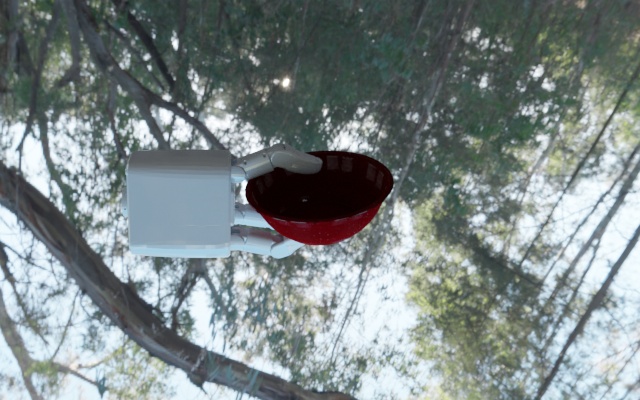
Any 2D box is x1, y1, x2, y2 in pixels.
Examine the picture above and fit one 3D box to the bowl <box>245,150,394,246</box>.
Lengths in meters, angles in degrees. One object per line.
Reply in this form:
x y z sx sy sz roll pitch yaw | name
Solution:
0.001 0.002 0.531 0.162 0.055 0.162 -4 30 2 | bowl
